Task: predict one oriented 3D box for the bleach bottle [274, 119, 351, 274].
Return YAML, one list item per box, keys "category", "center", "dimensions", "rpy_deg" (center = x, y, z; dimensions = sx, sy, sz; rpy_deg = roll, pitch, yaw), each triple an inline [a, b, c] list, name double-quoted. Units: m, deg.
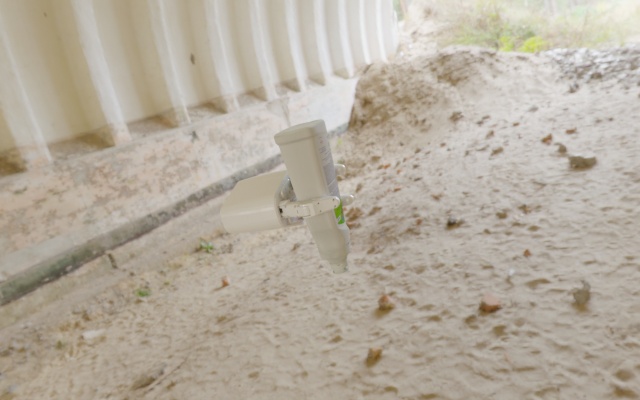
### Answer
- category: "bleach bottle"
  center: [0.000, 0.002, 0.766]
  dimensions: [0.068, 0.251, 0.102]
  rpy_deg: [-10, 15, 21]
